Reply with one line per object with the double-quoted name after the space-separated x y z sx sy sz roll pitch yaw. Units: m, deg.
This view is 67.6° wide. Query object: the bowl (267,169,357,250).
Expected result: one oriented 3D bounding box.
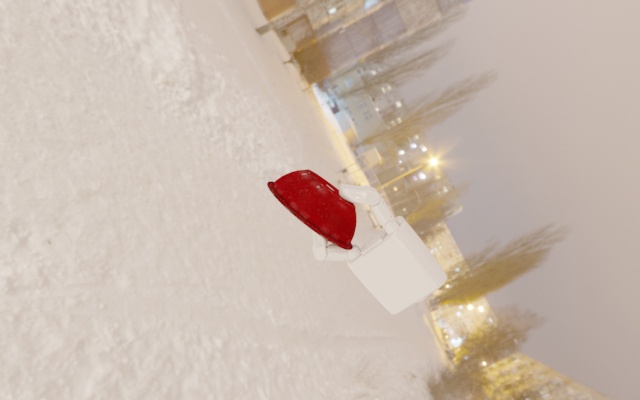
-0.001 0.001 0.713 0.162 0.055 0.162 37 8 -6 "bowl"
